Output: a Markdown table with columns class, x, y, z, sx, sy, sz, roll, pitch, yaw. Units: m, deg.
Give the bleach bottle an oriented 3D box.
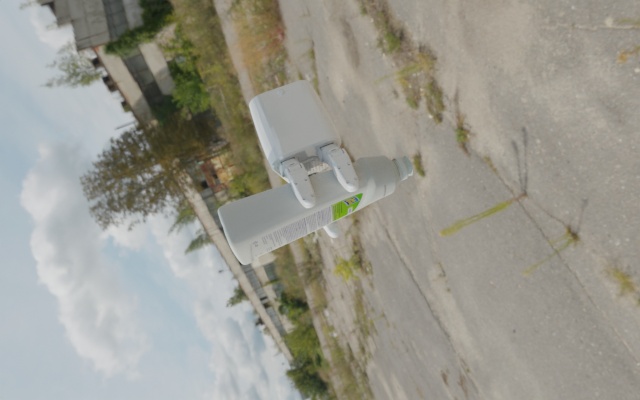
| class | x | y | z | sx | sy | sz | roll | pitch | yaw |
| --- | --- | --- | --- | --- | --- | --- | --- | --- | --- |
| bleach bottle | 0.000 | 0.002 | 0.623 | 0.251 | 0.068 | 0.103 | -21 | -19 | -7 |
